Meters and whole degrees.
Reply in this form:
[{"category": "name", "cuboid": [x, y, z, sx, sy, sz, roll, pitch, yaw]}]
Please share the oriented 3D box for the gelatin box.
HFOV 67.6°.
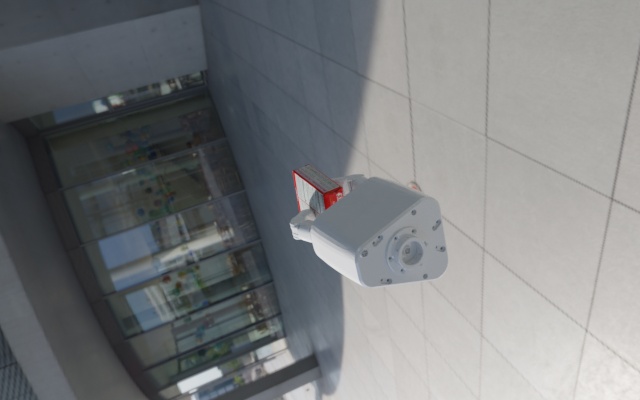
[{"category": "gelatin box", "cuboid": [0.000, 0.002, 0.628, 0.030, 0.073, 0.089, -23, 33, -22]}]
